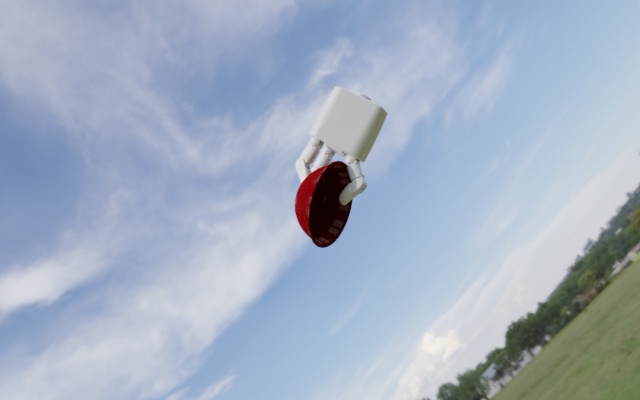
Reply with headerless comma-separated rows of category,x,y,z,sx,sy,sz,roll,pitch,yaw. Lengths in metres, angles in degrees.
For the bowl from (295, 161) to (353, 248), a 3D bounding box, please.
bowl,-0.001,0.004,0.876,0.055,0.162,0.162,13,6,29
